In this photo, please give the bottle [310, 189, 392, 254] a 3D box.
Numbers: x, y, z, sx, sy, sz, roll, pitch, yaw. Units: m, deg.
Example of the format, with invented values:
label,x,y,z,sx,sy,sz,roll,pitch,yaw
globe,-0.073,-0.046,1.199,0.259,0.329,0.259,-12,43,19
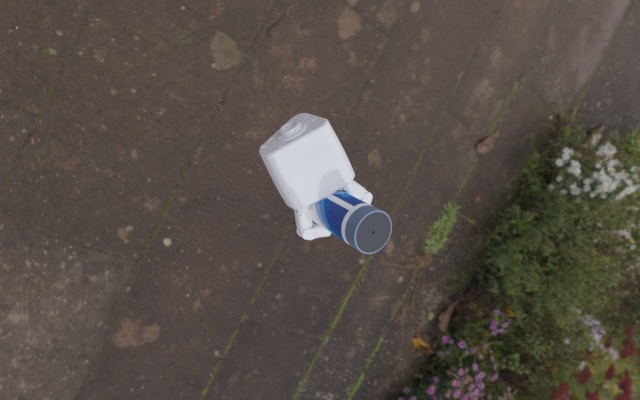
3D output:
label,x,y,z,sx,sy,sz,roll,pitch,yaw
bottle,0.000,0.003,0.794,0.069,0.069,0.295,0,17,-32
